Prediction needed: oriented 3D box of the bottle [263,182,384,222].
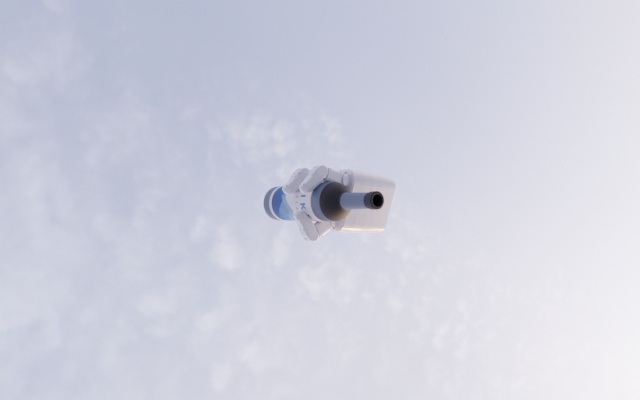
[{"bbox_3d":[0.000,0.003,0.821,0.069,0.069,0.296,0,-1,-35],"label":"bottle"}]
